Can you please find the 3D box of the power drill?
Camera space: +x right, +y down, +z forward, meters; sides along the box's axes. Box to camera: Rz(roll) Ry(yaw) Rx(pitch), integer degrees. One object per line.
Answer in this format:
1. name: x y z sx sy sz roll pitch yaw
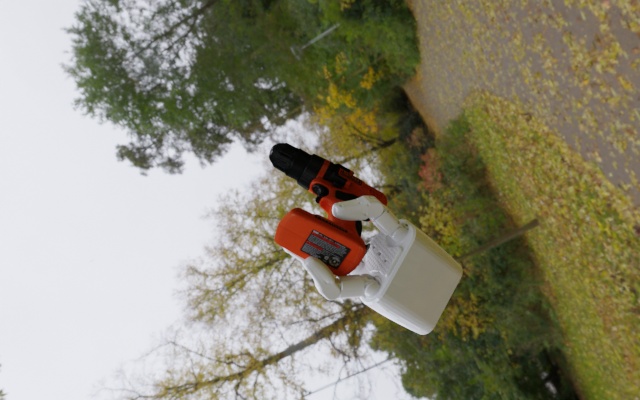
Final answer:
1. power drill: 0.000 0.002 0.622 0.184 0.057 0.187 27 30 -4
